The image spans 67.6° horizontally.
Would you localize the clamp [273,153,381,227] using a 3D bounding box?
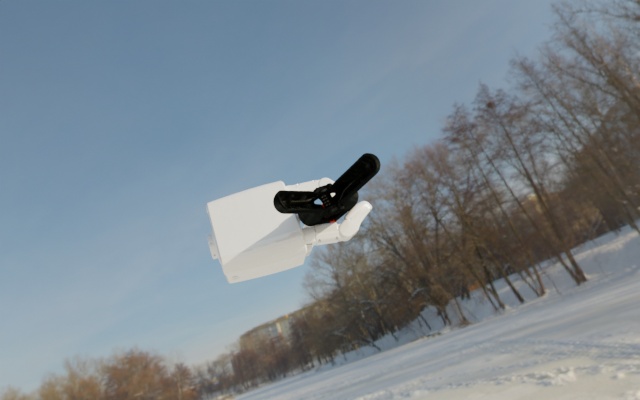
[{"bbox_3d":[0.000,0.001,0.565,0.120,0.039,0.171,-16,-18,-11],"label":"clamp"}]
